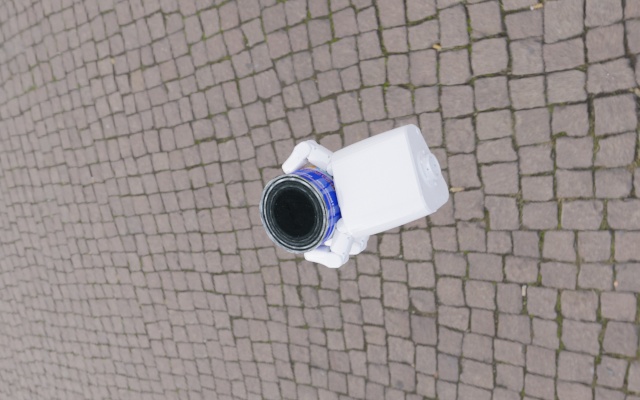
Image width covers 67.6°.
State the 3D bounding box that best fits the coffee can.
[{"bbox_3d":[0.000,0.002,0.650,0.103,0.103,0.140,0,13,31],"label":"coffee can"}]
